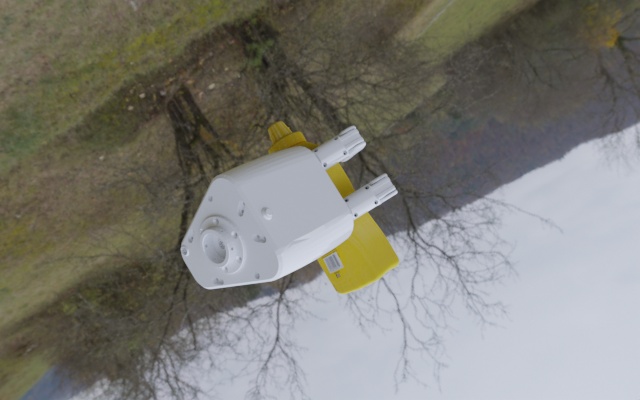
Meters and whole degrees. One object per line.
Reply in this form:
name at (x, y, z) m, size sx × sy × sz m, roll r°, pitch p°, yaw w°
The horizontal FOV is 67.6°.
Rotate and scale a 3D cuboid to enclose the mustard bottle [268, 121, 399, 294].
mustard bottle at (0.000, 0.002, 0.502) m, size 0.058 × 0.191 × 0.096 m, roll -29°, pitch -5°, yaw -29°
